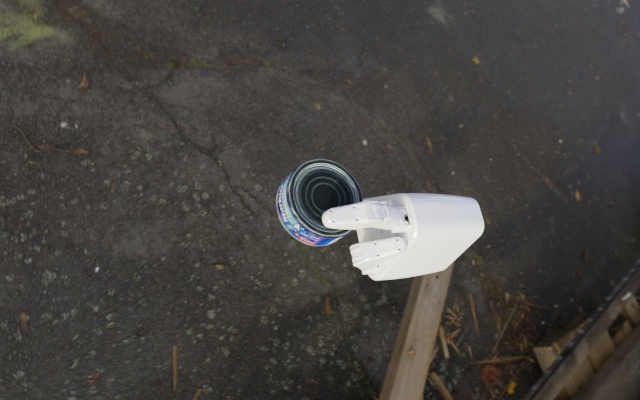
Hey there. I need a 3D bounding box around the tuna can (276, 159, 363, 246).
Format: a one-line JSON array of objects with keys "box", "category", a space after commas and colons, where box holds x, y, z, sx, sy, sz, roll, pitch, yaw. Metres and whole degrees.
[{"box": [0.000, 0.001, 0.488, 0.086, 0.086, 0.034, 0, -19, -26], "category": "tuna can"}]
